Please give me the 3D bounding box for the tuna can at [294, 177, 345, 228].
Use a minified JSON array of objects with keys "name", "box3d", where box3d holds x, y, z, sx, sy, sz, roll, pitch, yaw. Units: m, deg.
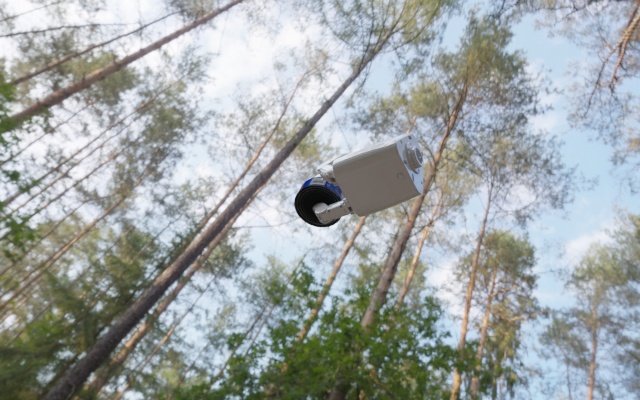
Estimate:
[{"name":"tuna can","box3d":[0.000,0.002,0.820,0.086,0.086,0.033,0,32,17]}]
